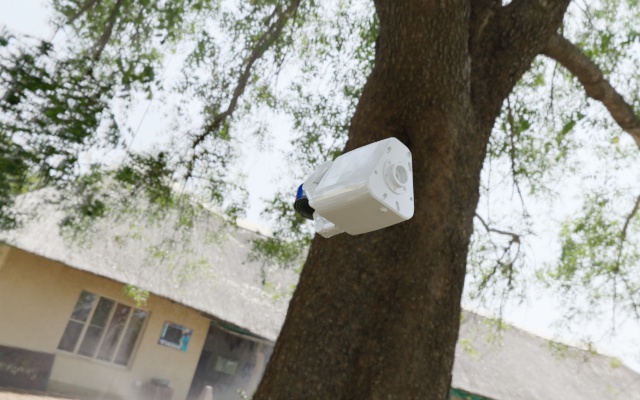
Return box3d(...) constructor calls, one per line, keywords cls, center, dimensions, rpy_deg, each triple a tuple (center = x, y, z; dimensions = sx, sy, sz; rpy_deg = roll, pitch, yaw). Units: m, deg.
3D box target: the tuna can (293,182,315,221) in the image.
box3d(cls="tuna can", center=(0.000, 0.002, 0.782), dimensions=(0.086, 0.033, 0.086), rpy_deg=(8, -28, 5))
